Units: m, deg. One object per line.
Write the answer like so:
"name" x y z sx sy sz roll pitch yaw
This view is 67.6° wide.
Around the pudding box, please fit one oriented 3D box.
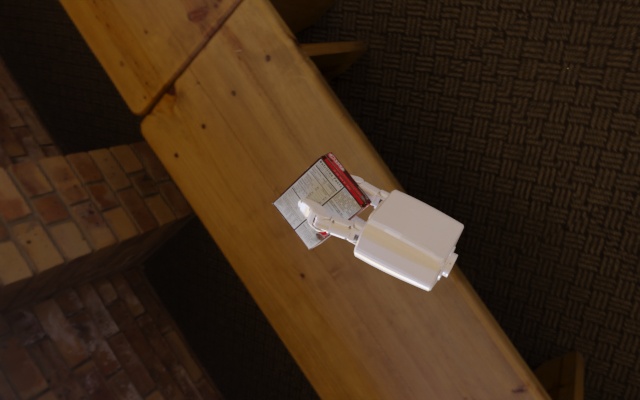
"pudding box" 0.000 0.002 0.657 0.113 0.090 0.039 -41 -5 29
